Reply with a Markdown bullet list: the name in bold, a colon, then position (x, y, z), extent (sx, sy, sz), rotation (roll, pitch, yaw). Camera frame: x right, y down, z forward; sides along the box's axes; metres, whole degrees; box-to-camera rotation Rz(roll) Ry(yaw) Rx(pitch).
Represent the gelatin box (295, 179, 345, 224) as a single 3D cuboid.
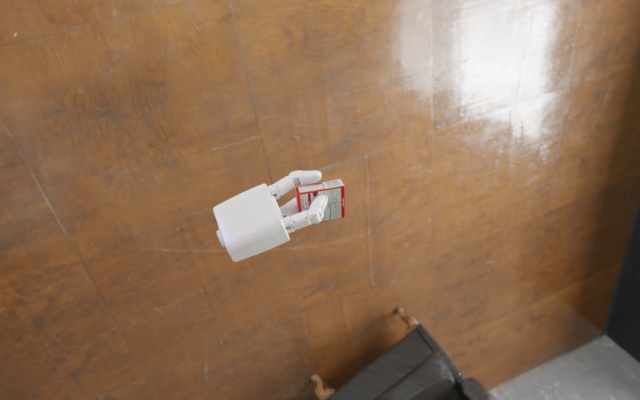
- **gelatin box**: position (0.001, 0.003, 0.888), extent (0.089, 0.073, 0.030), rotation (-10, 35, -10)
